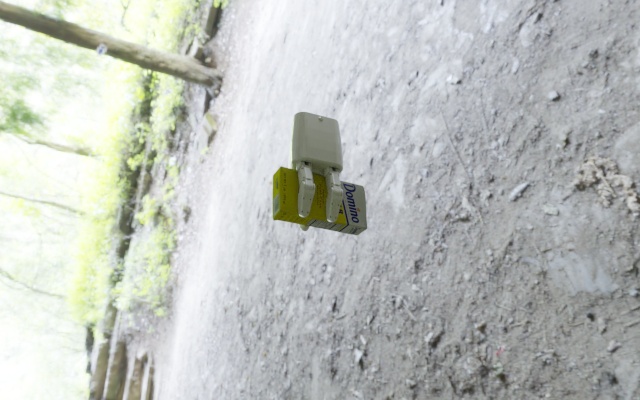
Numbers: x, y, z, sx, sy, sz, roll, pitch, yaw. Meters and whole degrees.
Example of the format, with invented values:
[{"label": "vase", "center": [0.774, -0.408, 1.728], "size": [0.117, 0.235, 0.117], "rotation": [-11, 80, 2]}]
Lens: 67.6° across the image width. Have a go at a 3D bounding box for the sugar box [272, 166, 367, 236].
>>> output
[{"label": "sugar box", "center": [0.000, 0.002, 0.873], "size": [0.176, 0.093, 0.048], "rotation": [10, -29, -23]}]
